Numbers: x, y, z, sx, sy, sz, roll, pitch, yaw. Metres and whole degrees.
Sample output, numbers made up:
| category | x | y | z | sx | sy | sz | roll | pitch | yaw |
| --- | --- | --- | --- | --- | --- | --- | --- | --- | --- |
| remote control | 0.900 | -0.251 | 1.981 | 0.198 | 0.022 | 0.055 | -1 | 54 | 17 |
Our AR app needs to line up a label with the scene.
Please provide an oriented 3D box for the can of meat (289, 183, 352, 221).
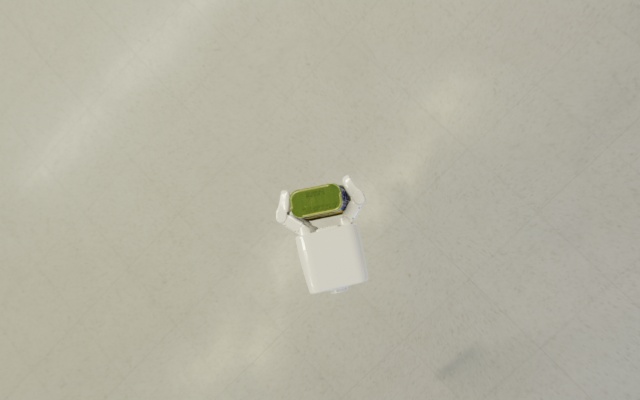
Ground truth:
| category | x | y | z | sx | sy | sz | roll | pitch | yaw |
| --- | --- | --- | --- | --- | --- | --- | --- | --- | --- |
| can of meat | 0.000 | 0.003 | 0.877 | 0.102 | 0.057 | 0.084 | -12 | -5 | 12 |
